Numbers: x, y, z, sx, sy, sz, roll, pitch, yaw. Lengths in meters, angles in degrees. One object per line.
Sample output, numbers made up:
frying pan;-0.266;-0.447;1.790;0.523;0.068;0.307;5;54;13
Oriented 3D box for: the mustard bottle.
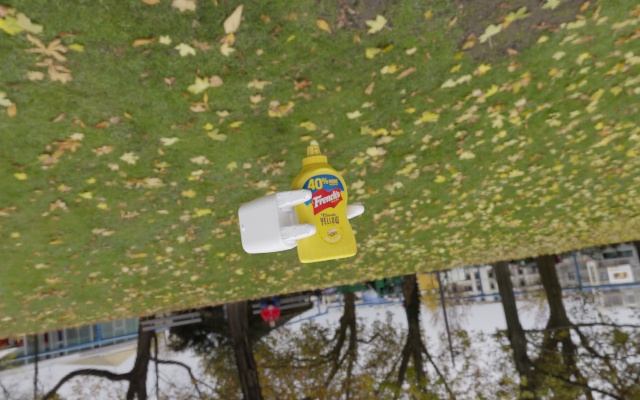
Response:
mustard bottle;0.000;0.003;0.792;0.096;0.191;0.058;-5;-7;-25
